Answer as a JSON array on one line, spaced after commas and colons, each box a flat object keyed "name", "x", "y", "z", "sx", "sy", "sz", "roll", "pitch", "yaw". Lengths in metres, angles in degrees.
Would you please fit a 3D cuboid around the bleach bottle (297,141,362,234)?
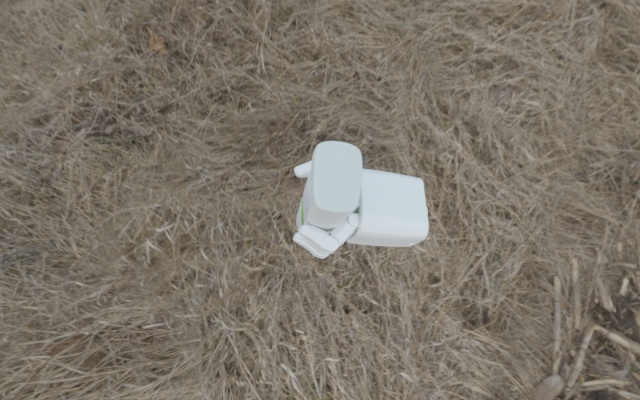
[{"name": "bleach bottle", "x": 0.000, "y": 0.002, "z": 0.736, "sx": 0.068, "sy": 0.102, "sz": 0.251, "roll": 6, "pitch": -16, "yaw": -9}]
